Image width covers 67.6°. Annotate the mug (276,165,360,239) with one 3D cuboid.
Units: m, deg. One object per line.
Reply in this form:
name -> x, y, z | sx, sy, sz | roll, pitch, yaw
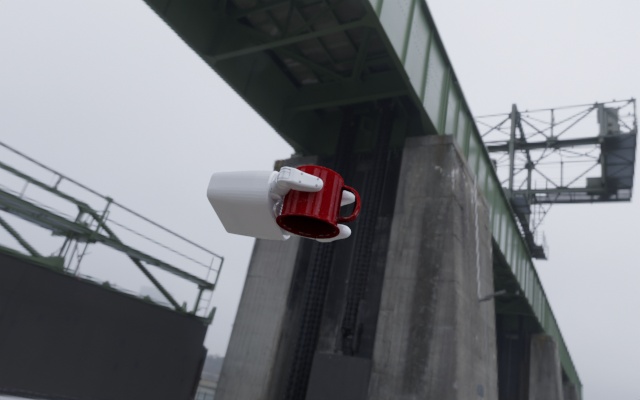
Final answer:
mug -> 0.001, 0.002, 0.689 | 0.117, 0.081, 0.093 | 3, -24, 19
